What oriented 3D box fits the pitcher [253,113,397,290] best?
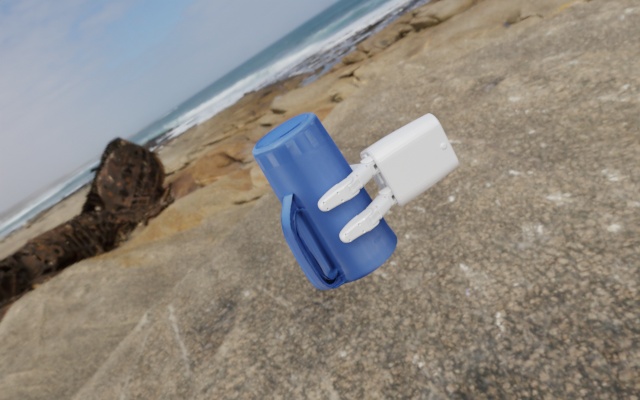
[{"bbox_3d":[0.000,0.002,0.711,0.145,0.243,0.149,-32,19,0],"label":"pitcher"}]
